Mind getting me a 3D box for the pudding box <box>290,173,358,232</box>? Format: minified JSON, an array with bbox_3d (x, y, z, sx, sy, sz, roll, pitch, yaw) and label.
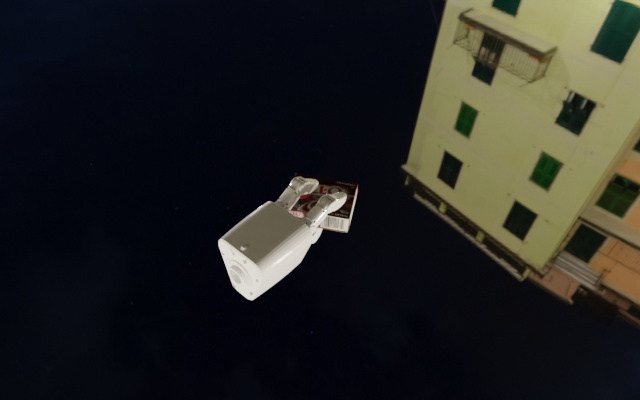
[{"bbox_3d":[0.000,0.003,0.798,0.113,0.039,0.090,12,44,5],"label":"pudding box"}]
